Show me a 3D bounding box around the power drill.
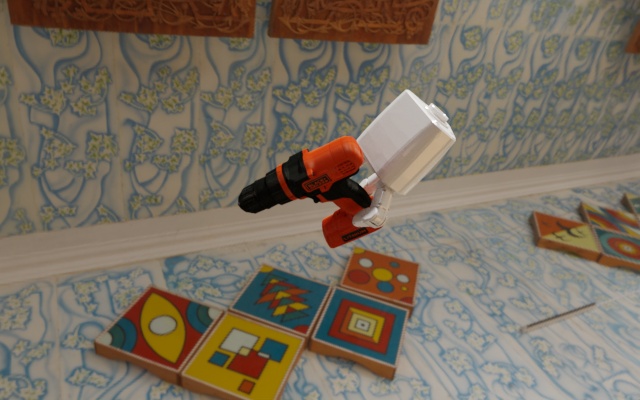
[{"bbox_3d":[0.001,0.002,0.689,0.184,0.057,0.188,-23,-36,16],"label":"power drill"}]
